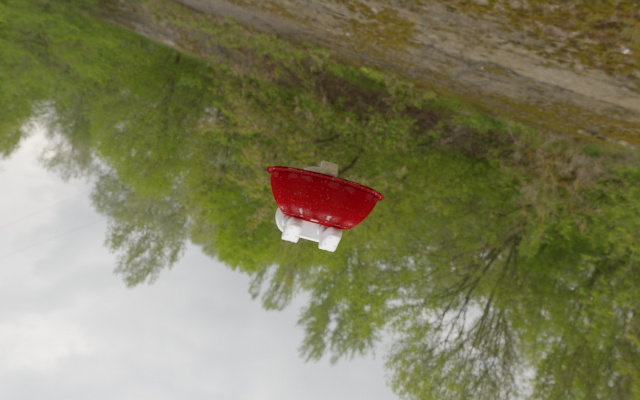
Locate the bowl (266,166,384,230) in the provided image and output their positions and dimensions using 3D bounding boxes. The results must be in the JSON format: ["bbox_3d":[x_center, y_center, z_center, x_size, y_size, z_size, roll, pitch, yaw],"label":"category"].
[{"bbox_3d":[0.000,0.002,0.634,0.162,0.055,0.162,14,-6,1],"label":"bowl"}]
